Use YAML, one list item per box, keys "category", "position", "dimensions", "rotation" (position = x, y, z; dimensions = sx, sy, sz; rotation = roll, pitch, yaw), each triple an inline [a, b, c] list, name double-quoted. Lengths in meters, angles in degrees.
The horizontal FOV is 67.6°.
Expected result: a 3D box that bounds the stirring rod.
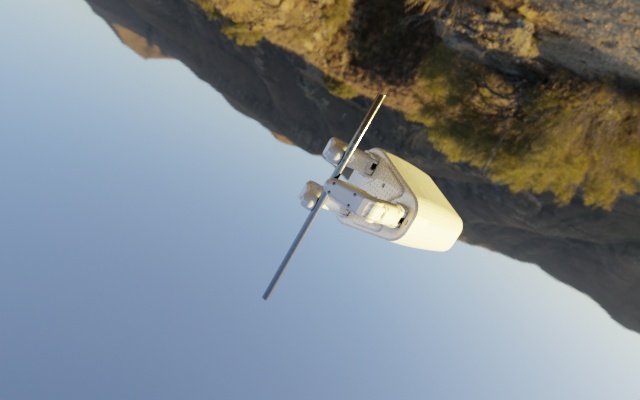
- category: "stirring rod"
  position: [0.000, 0.002, 0.479]
  dimensions: [0.011, 0.239, 0.011]
  rotation: [28, 13, -7]
